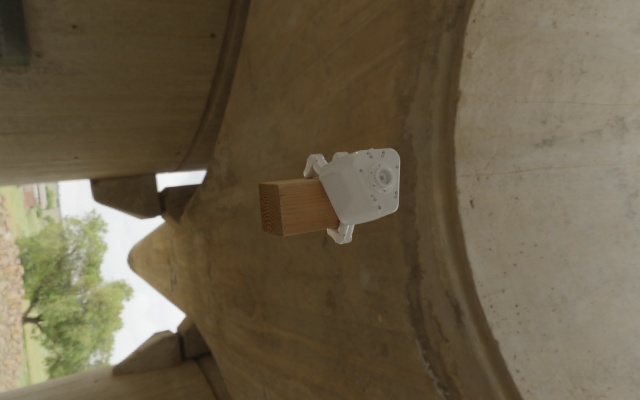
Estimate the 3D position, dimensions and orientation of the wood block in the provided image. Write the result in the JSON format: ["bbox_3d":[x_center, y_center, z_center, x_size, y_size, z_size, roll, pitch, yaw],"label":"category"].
[{"bbox_3d":[0.000,0.003,0.880,0.206,0.091,0.090,-7,7,-29],"label":"wood block"}]
